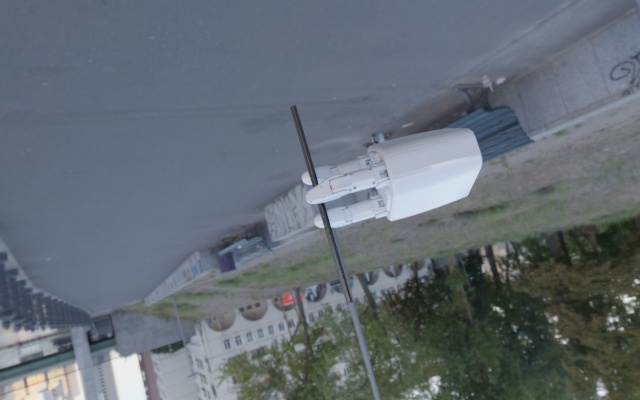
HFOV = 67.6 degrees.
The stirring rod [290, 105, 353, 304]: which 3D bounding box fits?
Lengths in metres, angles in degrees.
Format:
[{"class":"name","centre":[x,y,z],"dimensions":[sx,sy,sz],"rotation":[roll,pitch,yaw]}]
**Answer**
[{"class":"stirring rod","centre":[0.000,0.002,0.559],"dimensions":[0.011,0.239,0.011],"rotation":[-16,-7,-2]}]
